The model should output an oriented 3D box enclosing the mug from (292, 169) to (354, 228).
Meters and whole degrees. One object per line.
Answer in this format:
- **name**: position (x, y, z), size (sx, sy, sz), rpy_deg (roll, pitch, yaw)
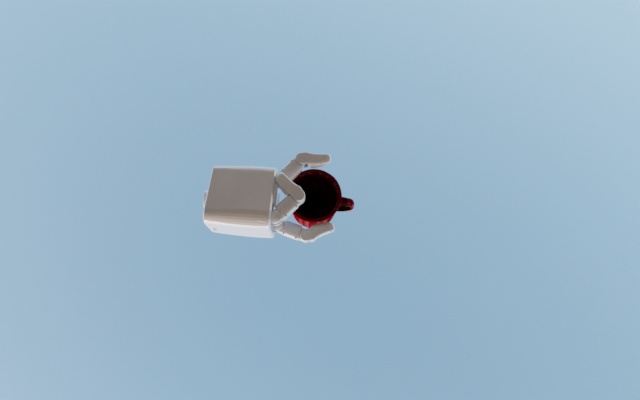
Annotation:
- **mug**: position (0.002, 0.003, 0.831), size (0.117, 0.093, 0.081), rpy_deg (4, -15, 0)
